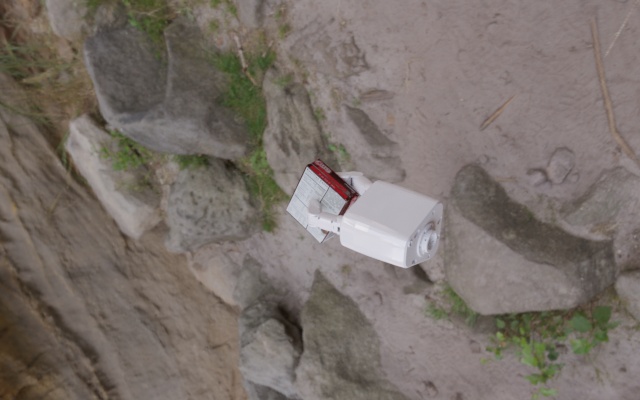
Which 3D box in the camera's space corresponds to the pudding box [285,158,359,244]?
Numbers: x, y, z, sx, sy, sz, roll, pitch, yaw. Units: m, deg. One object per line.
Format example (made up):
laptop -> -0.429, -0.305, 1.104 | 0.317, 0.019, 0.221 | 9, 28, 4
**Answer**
pudding box -> 0.000, 0.003, 0.772 | 0.090, 0.114, 0.039 | 43, 42, 16
